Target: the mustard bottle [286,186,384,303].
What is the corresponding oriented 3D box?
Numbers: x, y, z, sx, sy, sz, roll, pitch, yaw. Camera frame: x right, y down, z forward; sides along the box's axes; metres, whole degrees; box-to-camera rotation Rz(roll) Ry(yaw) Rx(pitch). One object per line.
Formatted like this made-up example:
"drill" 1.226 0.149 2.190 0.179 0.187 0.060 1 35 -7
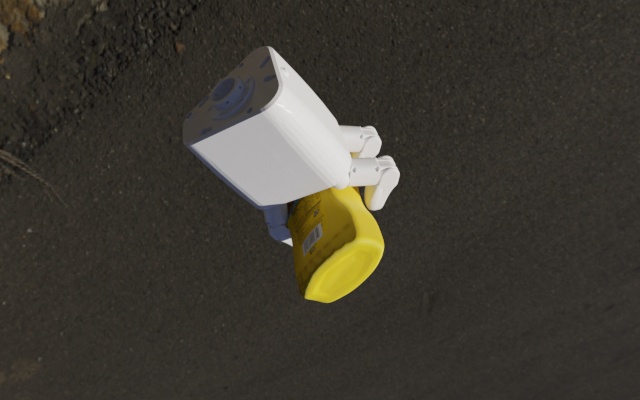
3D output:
"mustard bottle" 0.000 0.002 0.494 0.058 0.191 0.096 17 -53 -30
